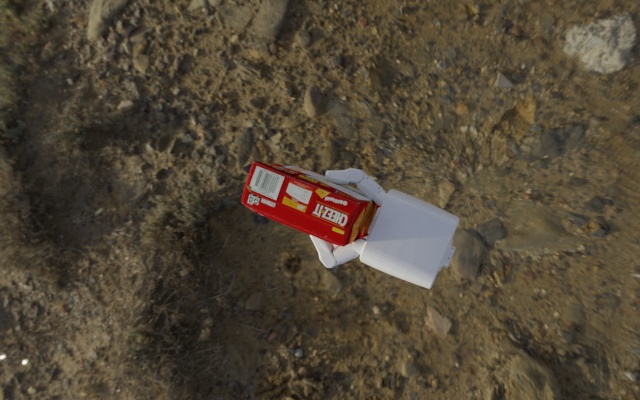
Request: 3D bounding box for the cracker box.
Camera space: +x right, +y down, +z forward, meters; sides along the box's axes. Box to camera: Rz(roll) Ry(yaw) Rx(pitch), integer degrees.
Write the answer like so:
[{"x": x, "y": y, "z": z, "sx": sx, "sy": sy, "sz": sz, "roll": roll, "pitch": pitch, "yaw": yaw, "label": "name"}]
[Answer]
[{"x": 0.000, "y": 0.002, "z": 0.735, "sx": 0.164, "sy": 0.072, "sz": 0.213, "roll": 21, "pitch": 7, "yaw": 16, "label": "cracker box"}]
